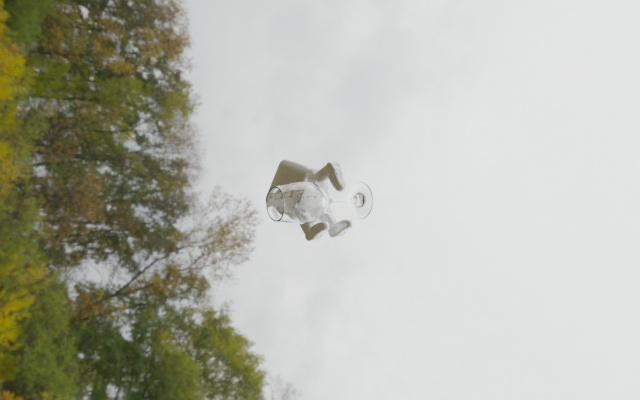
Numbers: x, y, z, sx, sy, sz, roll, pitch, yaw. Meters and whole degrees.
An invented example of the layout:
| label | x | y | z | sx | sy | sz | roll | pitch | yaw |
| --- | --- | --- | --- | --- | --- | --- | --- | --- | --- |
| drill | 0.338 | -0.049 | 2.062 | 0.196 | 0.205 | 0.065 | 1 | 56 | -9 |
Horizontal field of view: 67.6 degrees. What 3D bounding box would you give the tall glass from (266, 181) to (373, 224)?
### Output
| label | x | y | z | sx | sy | sz | roll | pitch | yaw |
| --- | --- | --- | --- | --- | --- | --- | --- | --- | --- |
| tall glass | 0.001 | 0.003 | 0.891 | 0.201 | 0.079 | 0.079 | -2 | 1 | -37 |
